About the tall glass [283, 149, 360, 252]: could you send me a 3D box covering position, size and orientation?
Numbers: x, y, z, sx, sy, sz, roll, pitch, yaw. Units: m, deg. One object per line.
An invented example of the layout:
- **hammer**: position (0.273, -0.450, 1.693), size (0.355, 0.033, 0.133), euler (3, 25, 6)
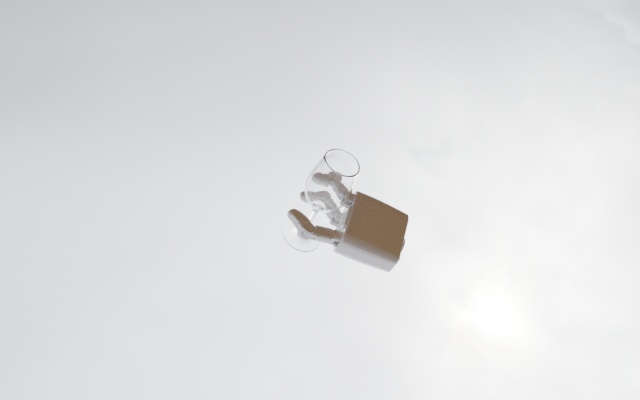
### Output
- **tall glass**: position (0.000, 0.003, 0.827), size (0.079, 0.079, 0.201), euler (0, -40, -27)
